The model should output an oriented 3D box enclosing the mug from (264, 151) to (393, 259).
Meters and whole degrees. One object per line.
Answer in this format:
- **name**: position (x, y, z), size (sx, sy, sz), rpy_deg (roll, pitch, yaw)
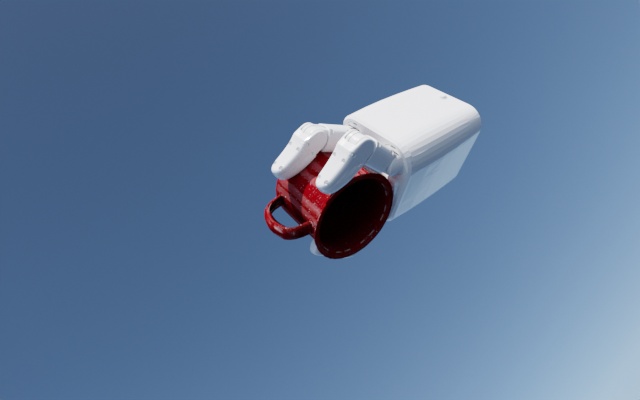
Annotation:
- **mug**: position (-0.001, 0.002, 0.463), size (0.117, 0.093, 0.081), rpy_deg (-27, 45, -25)
